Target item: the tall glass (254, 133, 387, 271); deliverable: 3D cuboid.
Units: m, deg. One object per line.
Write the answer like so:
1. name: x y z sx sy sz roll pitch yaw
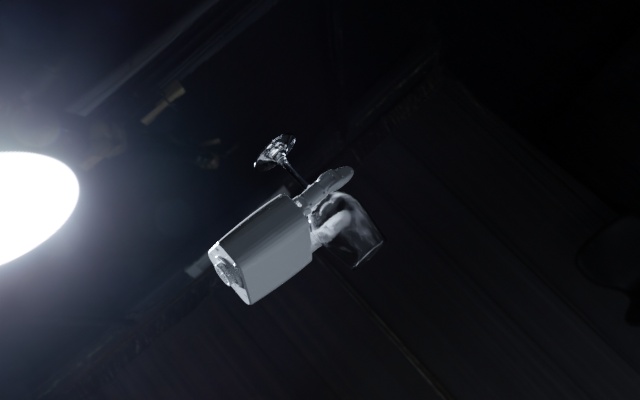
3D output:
1. tall glass: 0.000 0.002 0.657 0.079 0.201 0.079 -40 -15 -13
